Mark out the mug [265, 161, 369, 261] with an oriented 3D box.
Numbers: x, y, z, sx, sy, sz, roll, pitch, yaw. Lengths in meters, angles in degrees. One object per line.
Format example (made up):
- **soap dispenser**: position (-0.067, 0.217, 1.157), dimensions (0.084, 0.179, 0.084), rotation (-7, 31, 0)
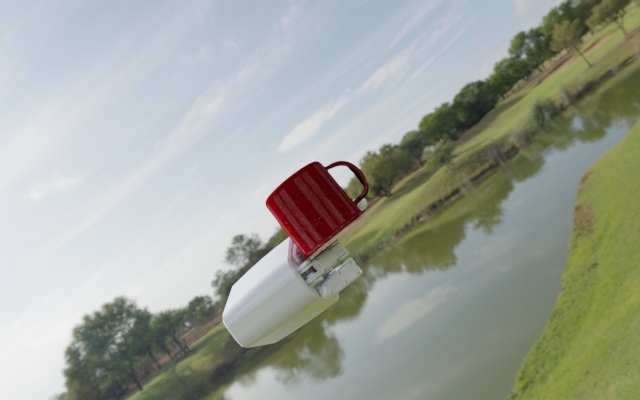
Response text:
- **mug**: position (0.001, 0.001, 0.548), dimensions (0.117, 0.081, 0.093), rotation (-39, -4, 7)
